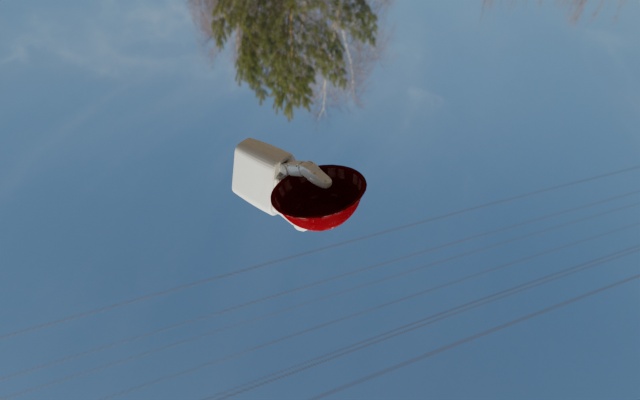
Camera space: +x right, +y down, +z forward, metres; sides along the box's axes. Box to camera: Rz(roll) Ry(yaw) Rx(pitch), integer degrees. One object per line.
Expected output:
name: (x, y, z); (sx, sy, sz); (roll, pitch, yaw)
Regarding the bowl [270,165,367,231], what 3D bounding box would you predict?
bowl: (0.001, 0.003, 0.801); (0.162, 0.055, 0.162); (-8, 32, 5)
